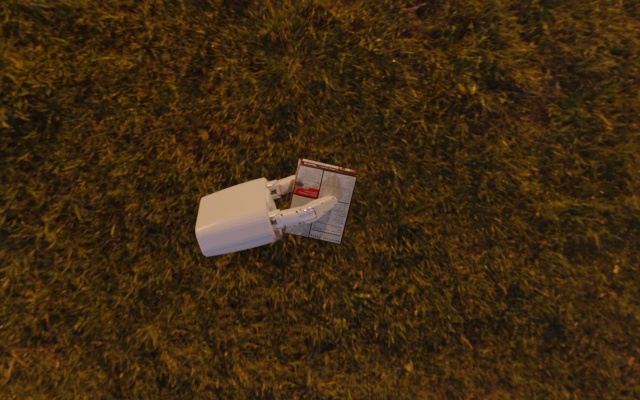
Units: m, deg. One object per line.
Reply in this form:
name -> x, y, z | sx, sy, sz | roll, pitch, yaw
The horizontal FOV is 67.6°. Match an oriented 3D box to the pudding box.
pudding box -> 0.000, 0.002, 0.709 | 0.090, 0.113, 0.039 | 12, 16, -4
